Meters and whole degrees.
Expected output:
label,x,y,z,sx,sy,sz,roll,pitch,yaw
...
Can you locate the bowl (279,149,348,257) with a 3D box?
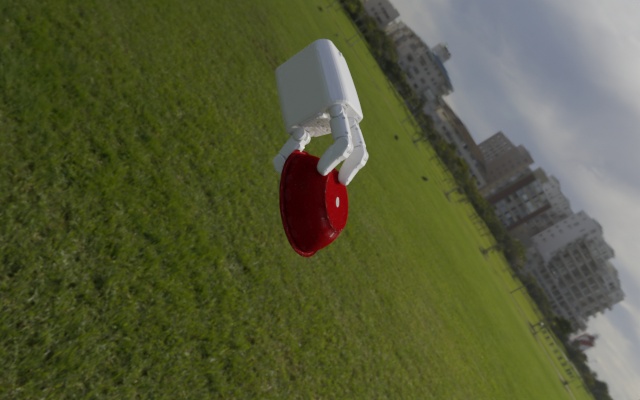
label,x,y,z,sx,sy,sz,roll,pitch,yaw
bowl,0.001,0.004,0.703,0.055,0.162,0.162,-4,-2,23
